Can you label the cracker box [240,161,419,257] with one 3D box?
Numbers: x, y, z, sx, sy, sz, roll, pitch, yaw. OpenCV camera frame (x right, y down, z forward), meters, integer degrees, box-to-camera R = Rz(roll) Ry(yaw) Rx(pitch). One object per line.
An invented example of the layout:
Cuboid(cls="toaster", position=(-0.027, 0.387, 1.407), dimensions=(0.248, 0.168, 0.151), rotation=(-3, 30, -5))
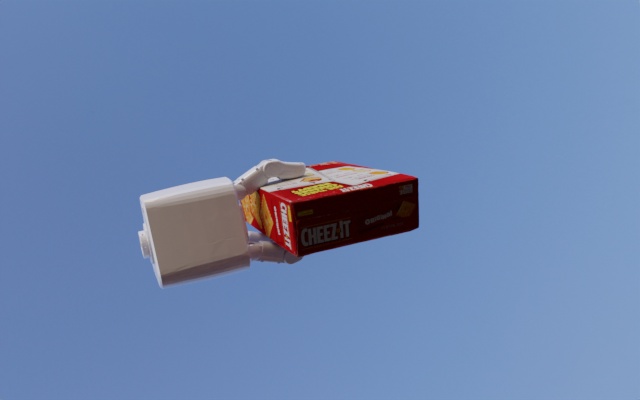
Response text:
Cuboid(cls="cracker box", position=(0.000, 0.002, 0.624), dimensions=(0.164, 0.072, 0.213), rotation=(-12, 14, -23))
